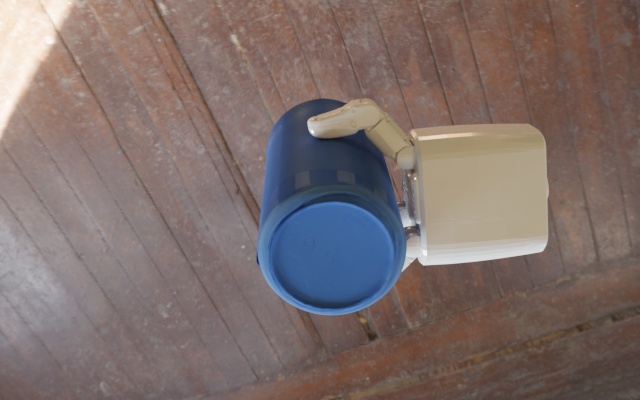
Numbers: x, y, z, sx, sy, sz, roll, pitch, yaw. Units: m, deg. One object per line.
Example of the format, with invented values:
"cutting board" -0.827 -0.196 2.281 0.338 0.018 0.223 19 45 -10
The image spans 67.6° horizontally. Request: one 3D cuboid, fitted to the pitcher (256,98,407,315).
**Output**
"pitcher" 0.000 0.001 0.447 0.145 0.149 0.242 -4 23 1
